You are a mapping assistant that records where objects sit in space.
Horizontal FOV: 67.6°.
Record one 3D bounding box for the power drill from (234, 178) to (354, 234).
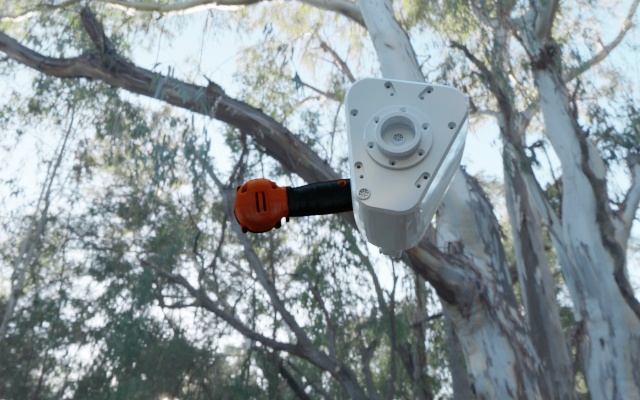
[{"bbox_3d":[0.001,0.002,0.519,0.187,0.057,0.184,-8,-2,-9],"label":"power drill"}]
